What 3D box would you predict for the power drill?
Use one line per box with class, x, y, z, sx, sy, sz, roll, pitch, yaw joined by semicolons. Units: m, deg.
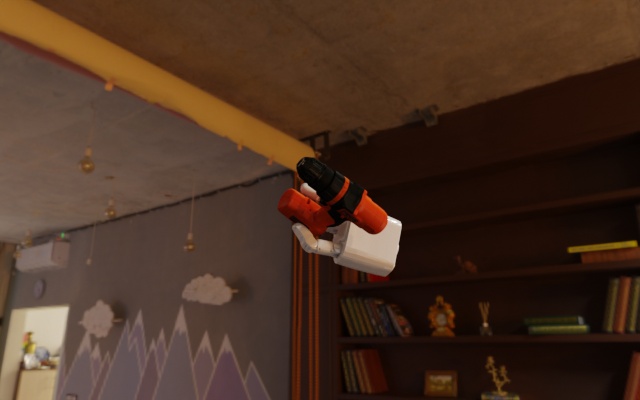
power drill;0.000;0.003;0.826;0.184;0.057;0.187;39;-25;-20
